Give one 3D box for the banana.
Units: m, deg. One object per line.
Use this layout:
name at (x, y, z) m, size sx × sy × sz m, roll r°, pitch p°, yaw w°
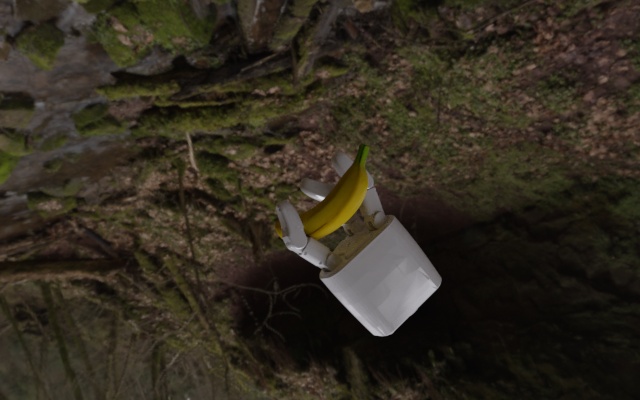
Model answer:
banana at (0.000, 0.014, 0.578) m, size 0.037 × 0.069 × 0.198 m, roll 30°, pitch -45°, yaw -22°
